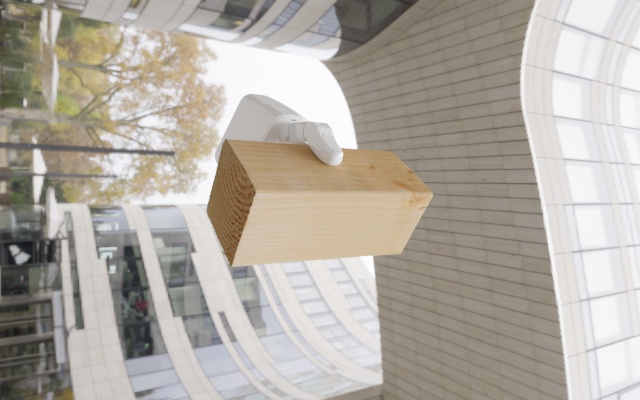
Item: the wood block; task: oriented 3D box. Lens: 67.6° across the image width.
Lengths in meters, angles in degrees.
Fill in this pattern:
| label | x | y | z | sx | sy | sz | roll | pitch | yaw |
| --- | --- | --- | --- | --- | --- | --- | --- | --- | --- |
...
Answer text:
| label | x | y | z | sx | sy | sz | roll | pitch | yaw |
| --- | --- | --- | --- | --- | --- | --- | --- | --- | --- |
| wood block | 0.000 | 0.001 | 0.499 | 0.206 | 0.091 | 0.090 | 0 | 37 | -32 |
